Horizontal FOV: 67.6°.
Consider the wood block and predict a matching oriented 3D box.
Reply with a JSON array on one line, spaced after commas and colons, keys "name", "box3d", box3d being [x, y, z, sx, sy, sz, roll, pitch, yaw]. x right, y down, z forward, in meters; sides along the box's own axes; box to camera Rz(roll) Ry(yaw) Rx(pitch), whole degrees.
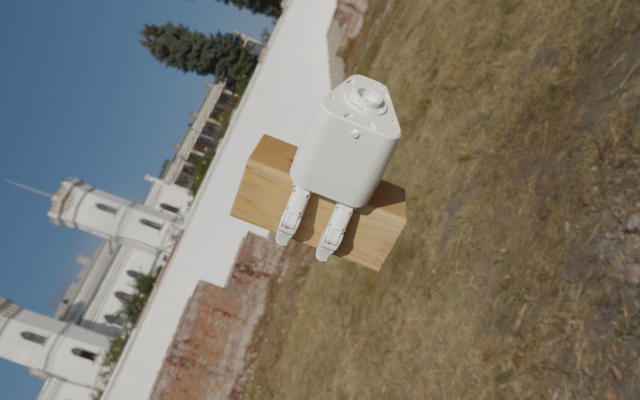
[{"name": "wood block", "box3d": [0.000, 0.002, 0.631, 0.206, 0.090, 0.090, 21, 30, -4]}]
